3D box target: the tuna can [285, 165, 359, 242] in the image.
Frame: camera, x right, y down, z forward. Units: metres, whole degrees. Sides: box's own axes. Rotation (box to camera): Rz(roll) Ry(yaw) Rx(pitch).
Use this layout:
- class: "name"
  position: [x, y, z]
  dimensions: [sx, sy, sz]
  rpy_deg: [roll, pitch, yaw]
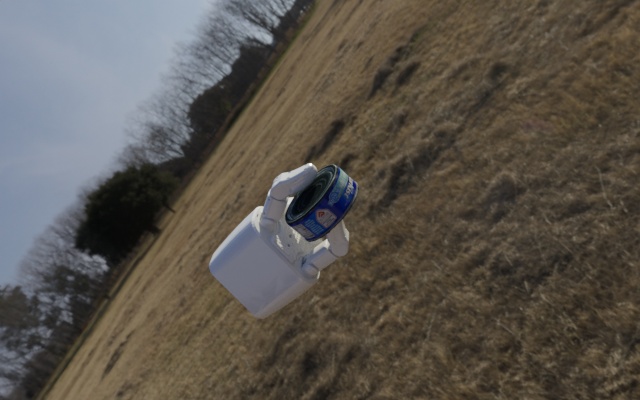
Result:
- class: "tuna can"
  position: [0.000, 0.001, 0.527]
  dimensions: [0.034, 0.086, 0.086]
  rpy_deg: [41, -15, -18]
